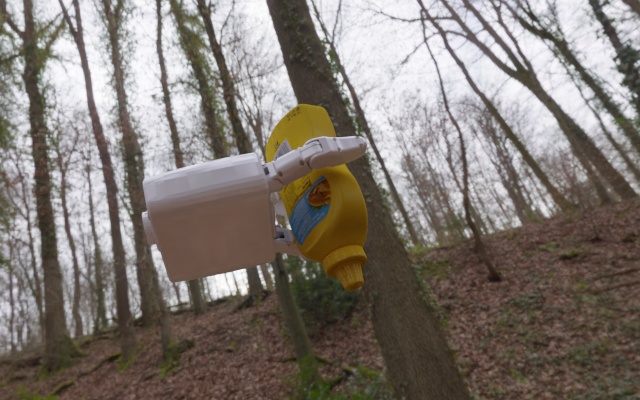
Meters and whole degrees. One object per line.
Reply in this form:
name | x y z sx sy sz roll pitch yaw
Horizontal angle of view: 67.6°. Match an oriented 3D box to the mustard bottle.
mustard bottle | 0.000 0.001 0.481 0.058 0.191 0.096 3 -38 -35
